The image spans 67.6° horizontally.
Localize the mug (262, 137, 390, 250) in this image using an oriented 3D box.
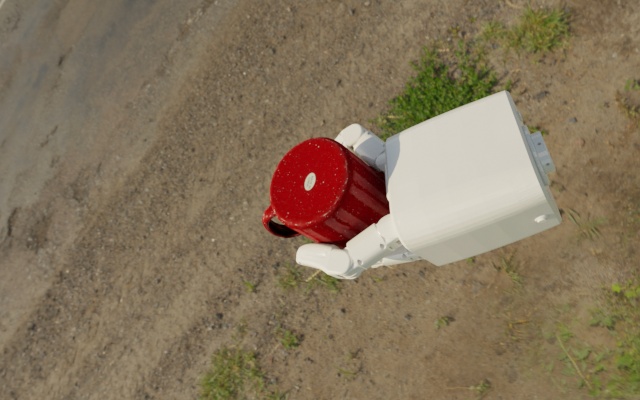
[{"bbox_3d":[-0.001,0.002,0.423,0.117,0.093,0.081,-24,-32,24],"label":"mug"}]
